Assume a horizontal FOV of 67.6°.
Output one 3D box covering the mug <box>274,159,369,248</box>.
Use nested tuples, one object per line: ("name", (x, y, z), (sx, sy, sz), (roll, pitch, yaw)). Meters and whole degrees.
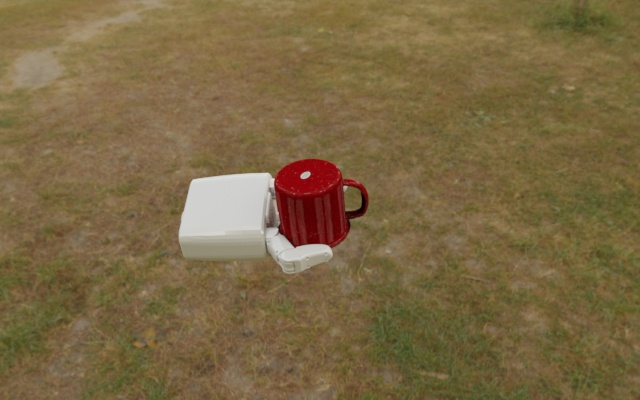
("mug", (0.002, 0.002, 0.580), (0.117, 0.082, 0.093), (-4, 36, 4))
